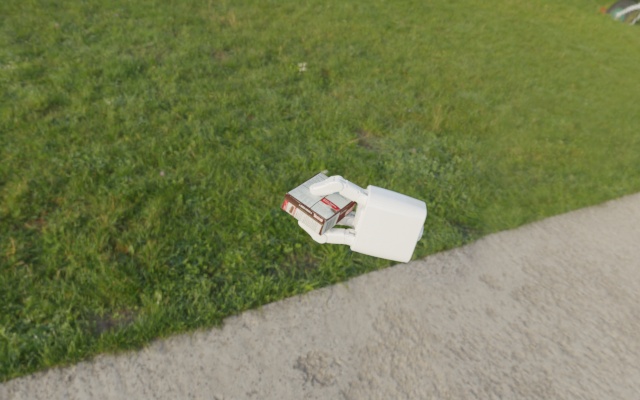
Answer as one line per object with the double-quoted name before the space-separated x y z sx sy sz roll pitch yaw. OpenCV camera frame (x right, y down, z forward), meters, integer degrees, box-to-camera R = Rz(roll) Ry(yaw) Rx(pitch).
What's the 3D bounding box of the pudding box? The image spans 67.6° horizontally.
"pudding box" 0.000 0.003 0.842 0.090 0.039 0.113 34 36 18
